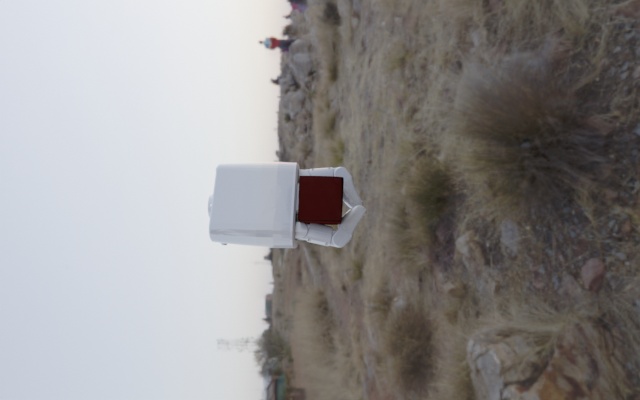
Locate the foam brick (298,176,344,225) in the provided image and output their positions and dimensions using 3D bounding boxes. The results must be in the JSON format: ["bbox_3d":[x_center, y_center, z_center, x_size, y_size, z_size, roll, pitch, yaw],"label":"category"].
[{"bbox_3d":[0.000,0.002,0.576,0.051,0.053,0.078,3,-7,0],"label":"foam brick"}]
